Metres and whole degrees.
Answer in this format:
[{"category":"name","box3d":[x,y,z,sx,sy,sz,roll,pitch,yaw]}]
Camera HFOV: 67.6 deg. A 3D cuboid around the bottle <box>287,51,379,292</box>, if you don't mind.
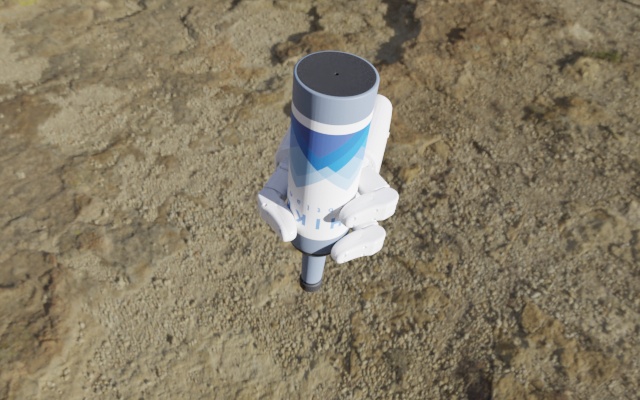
[{"category":"bottle","box3d":[0.000,0.001,0.473,0.069,0.069,0.296,0,-42,-6]}]
